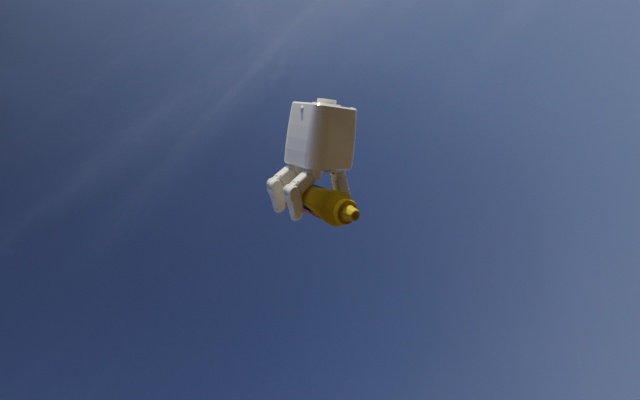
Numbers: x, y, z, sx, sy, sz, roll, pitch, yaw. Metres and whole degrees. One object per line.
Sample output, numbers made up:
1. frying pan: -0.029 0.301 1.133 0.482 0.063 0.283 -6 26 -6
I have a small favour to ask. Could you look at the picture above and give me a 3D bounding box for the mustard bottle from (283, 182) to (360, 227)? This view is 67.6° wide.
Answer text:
1. mustard bottle: 0.000 0.003 0.813 0.096 0.058 0.191 29 -6 -37
